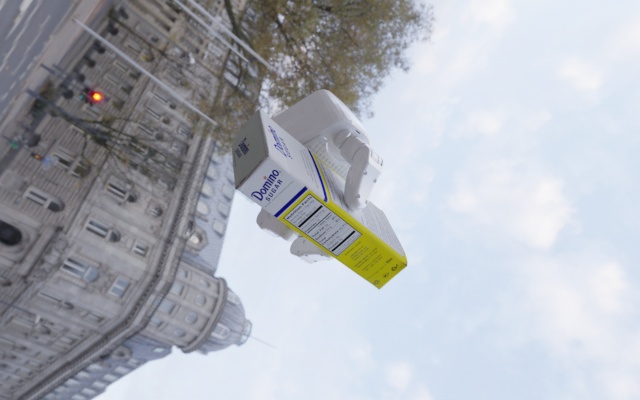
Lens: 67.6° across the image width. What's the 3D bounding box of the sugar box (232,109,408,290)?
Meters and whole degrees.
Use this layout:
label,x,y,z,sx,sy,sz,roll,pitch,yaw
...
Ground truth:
label,x,y,z,sx,sy,sz,roll,pitch,yaw
sugar box,0.000,0.002,0.433,0.176,0.048,0.093,35,19,-28
